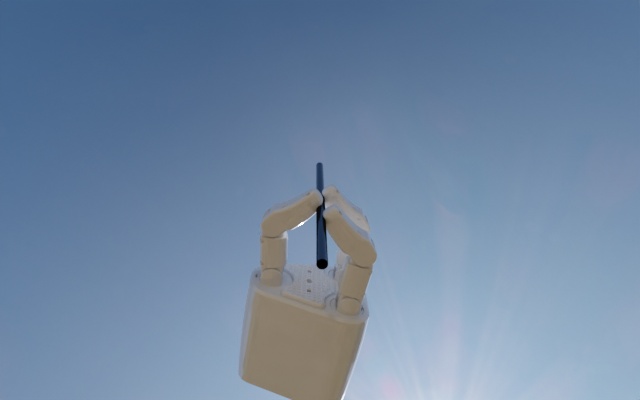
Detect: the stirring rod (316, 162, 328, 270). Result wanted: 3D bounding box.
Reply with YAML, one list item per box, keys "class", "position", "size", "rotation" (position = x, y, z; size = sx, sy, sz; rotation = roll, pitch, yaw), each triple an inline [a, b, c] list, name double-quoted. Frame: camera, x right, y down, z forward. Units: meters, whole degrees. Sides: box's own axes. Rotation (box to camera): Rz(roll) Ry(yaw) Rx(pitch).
- class: "stirring rod"
  position: [0.000, 0.001, 0.430]
  size: [0.011, 0.011, 0.239]
  rotation: [0, 20, -1]
